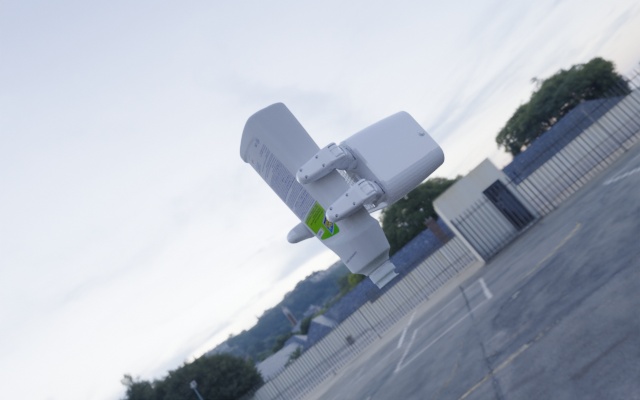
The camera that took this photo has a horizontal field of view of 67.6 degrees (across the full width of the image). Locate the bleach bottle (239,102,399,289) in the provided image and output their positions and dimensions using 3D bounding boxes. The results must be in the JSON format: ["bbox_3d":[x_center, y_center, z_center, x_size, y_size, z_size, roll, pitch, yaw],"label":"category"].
[{"bbox_3d":[0.000,0.002,0.581,0.068,0.250,0.103,-33,-15,-26],"label":"bleach bottle"}]
